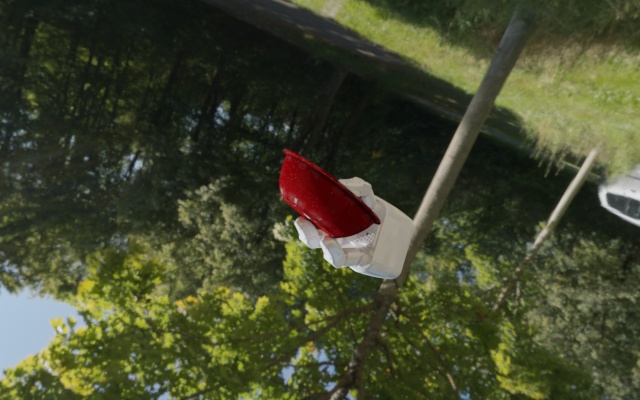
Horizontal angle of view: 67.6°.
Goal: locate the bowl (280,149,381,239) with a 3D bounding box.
[{"bbox_3d":[-0.001,0.002,0.635,0.162,0.055,0.162,38,-5,4],"label":"bowl"}]
